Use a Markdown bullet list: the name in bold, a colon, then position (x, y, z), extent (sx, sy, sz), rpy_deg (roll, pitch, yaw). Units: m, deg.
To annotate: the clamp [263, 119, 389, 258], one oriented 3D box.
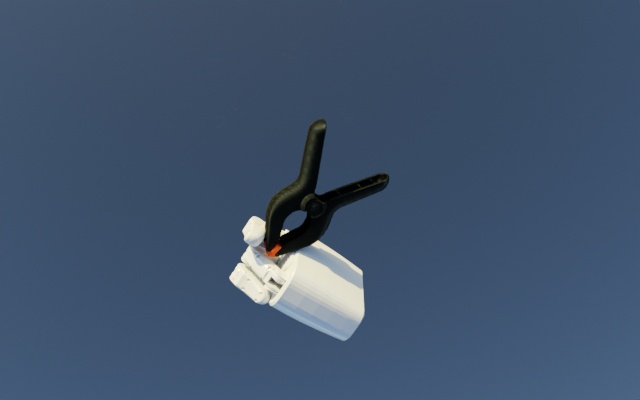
- **clamp**: position (0.000, 0.002, 0.569), extent (0.120, 0.171, 0.039), rpy_deg (30, 14, -17)
